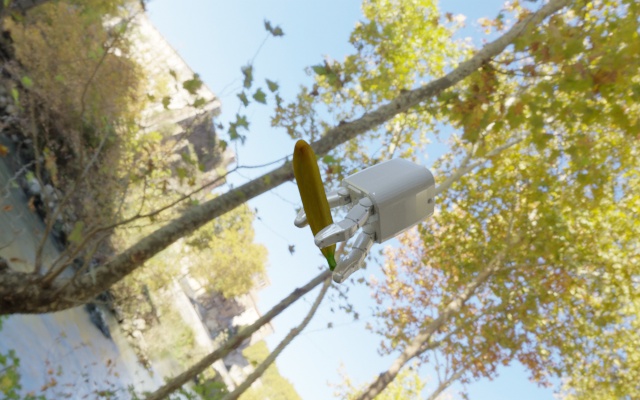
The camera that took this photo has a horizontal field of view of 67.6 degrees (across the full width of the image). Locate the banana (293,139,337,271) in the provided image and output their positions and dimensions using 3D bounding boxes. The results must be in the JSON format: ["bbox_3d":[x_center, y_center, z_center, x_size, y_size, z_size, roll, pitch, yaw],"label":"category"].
[{"bbox_3d":[-0.005,0.000,0.681,0.037,0.198,0.069,-22,21,-14],"label":"banana"}]
